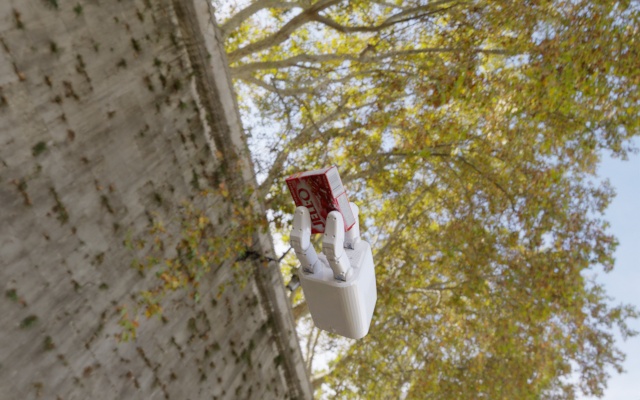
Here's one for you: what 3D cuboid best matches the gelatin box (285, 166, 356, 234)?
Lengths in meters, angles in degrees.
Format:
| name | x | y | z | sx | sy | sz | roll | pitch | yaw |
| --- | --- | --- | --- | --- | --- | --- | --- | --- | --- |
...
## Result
| name | x | y | z | sx | sy | sz | roll | pitch | yaw |
| --- | --- | --- | --- | --- | --- | --- | --- | --- | --- |
| gelatin box | 0.000 | 0.002 | 0.656 | 0.073 | 0.089 | 0.030 | -7 | 21 | 40 |
